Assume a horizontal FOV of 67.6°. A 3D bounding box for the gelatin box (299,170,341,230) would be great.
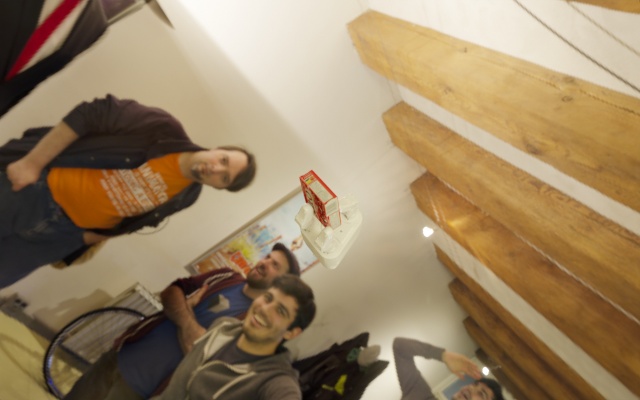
[{"bbox_3d":[0.000,0.002,0.801,0.030,0.073,0.089,-32,-32,-15],"label":"gelatin box"}]
